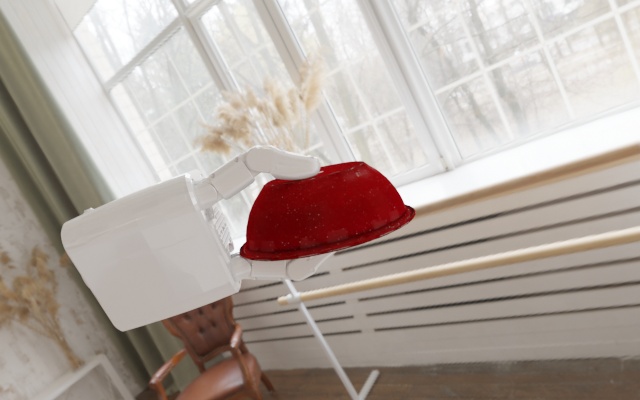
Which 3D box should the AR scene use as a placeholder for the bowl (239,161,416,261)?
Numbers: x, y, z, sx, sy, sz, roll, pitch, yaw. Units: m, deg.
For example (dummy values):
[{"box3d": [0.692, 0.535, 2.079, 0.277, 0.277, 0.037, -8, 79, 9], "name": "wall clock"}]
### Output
[{"box3d": [0.001, 0.001, 0.427, 0.162, 0.055, 0.162, -12, 8, 2], "name": "bowl"}]
